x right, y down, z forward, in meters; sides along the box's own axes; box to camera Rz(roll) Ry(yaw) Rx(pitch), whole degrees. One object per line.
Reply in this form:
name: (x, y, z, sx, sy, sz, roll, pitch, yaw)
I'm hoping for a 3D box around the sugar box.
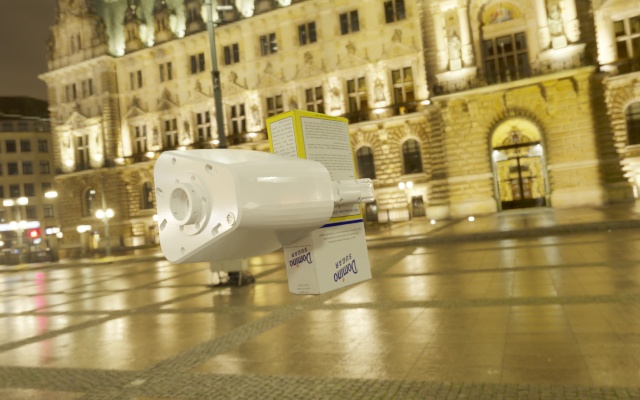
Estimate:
sugar box: (0.000, 0.002, 0.488, 0.048, 0.176, 0.093, -7, -3, 39)
